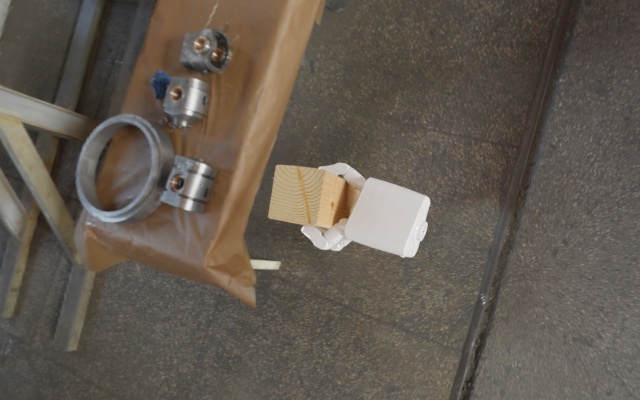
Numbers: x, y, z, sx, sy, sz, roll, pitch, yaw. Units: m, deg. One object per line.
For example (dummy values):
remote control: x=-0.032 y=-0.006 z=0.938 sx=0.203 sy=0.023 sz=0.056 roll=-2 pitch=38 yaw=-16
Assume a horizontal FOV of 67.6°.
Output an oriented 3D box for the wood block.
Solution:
wood block: x=0.000 y=0.003 z=0.850 sx=0.090 sy=0.091 sz=0.206 roll=7 pitch=-5 yaw=23
